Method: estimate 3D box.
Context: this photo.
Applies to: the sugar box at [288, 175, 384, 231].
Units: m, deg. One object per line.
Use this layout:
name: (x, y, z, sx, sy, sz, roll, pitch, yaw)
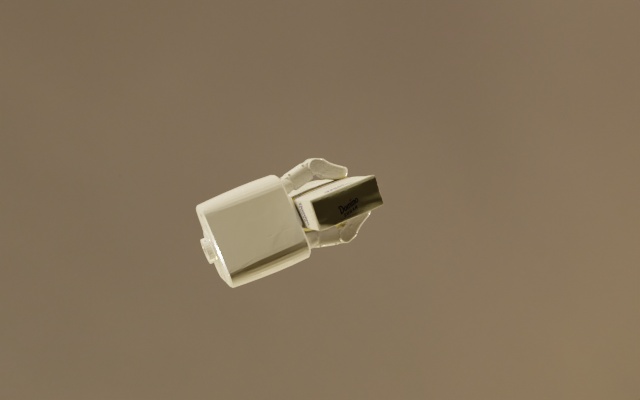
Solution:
sugar box: (0.000, 0.003, 0.642, 0.093, 0.048, 0.176, -22, 11, -20)
